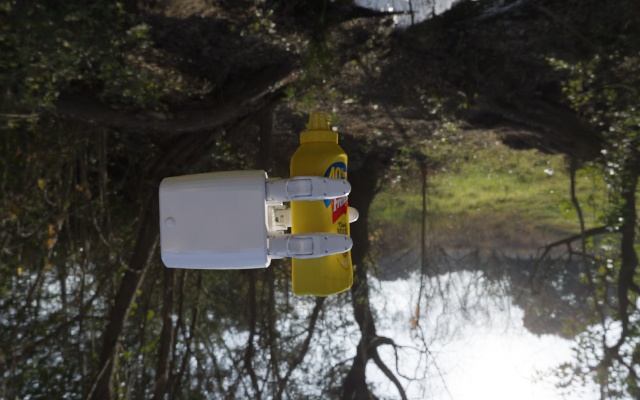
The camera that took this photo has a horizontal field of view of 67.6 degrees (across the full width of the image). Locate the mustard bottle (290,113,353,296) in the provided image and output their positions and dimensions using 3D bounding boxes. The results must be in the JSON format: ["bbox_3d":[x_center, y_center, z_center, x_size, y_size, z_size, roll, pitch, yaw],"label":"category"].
[{"bbox_3d":[0.000,0.002,0.518,0.058,0.191,0.096,-3,-2,23],"label":"mustard bottle"}]
